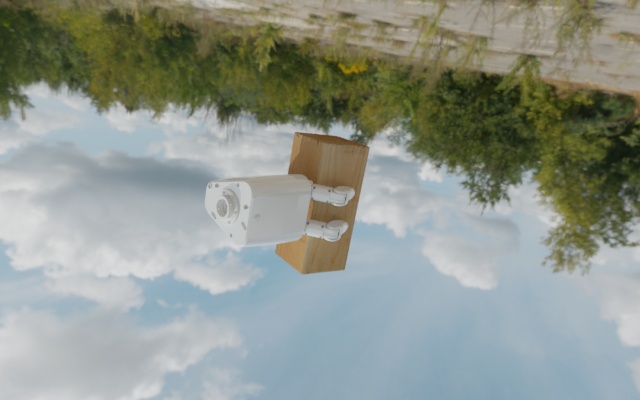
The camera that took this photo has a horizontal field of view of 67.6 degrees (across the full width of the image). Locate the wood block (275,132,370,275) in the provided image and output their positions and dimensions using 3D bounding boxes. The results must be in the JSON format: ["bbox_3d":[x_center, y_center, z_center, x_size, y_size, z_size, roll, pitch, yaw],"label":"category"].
[{"bbox_3d":[0.000,0.003,0.766,0.090,0.206,0.090,0,18,-36],"label":"wood block"}]
